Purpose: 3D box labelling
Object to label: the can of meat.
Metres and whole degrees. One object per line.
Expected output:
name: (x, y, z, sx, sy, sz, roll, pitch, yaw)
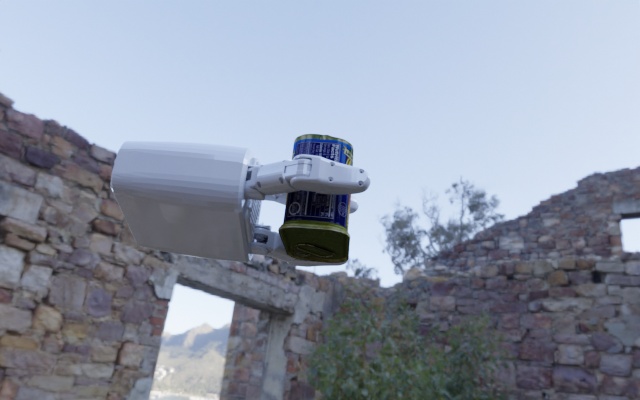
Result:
can of meat: (0.000, 0.001, 0.420, 0.057, 0.084, 0.102, 4, -21, 4)
